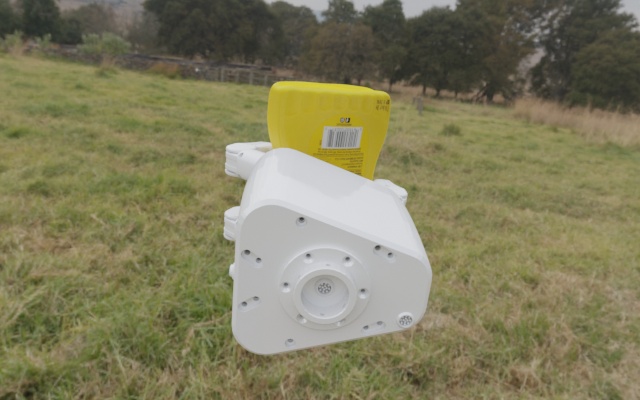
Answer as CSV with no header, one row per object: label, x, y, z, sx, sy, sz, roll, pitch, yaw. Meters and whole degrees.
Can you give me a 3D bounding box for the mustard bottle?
mustard bottle,0.000,0.001,0.401,0.096,0.192,0.058,-3,20,-26
